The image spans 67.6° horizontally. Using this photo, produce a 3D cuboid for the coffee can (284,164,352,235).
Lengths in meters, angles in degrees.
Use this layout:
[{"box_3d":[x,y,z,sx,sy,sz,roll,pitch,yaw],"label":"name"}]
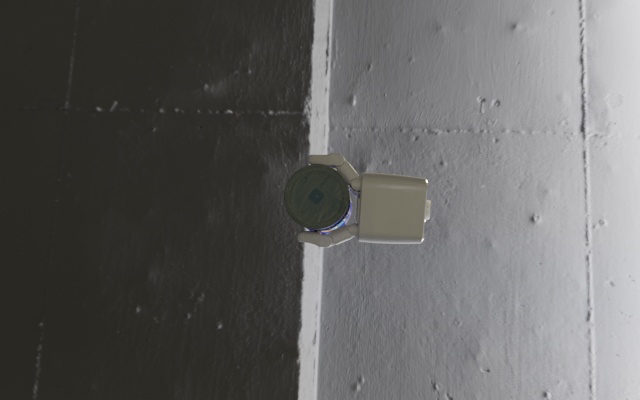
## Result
[{"box_3d":[0.000,0.003,0.810,0.103,0.103,0.140,0,-7,5],"label":"coffee can"}]
